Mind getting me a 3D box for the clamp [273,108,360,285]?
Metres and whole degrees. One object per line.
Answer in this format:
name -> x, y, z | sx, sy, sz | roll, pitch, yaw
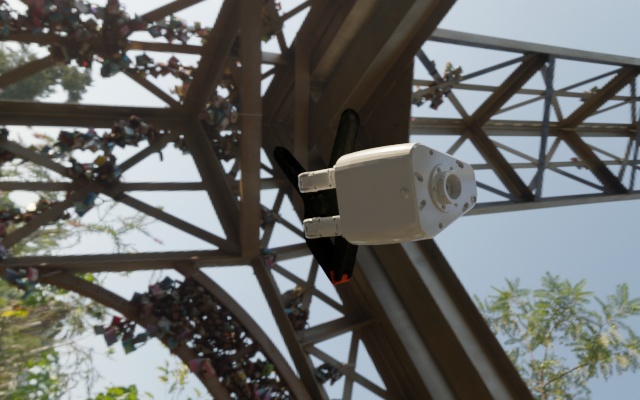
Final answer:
clamp -> 0.001, 0.002, 0.620 | 0.036, 0.210, 0.164 | -6, -1, -39
